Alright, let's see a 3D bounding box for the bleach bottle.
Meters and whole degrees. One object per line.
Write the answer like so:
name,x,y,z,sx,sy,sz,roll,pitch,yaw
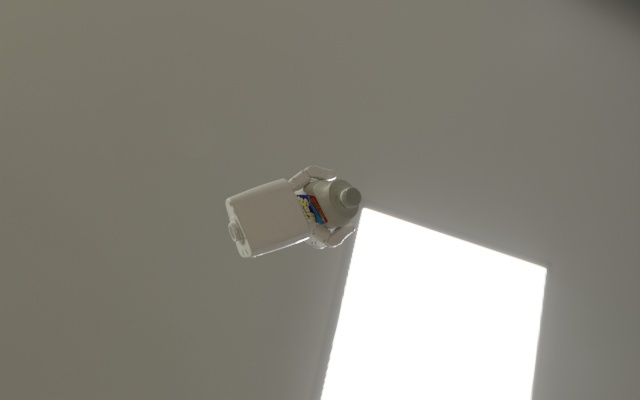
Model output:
bleach bottle,0.000,0.003,0.845,0.068,0.102,0.251,-19,0,-24
